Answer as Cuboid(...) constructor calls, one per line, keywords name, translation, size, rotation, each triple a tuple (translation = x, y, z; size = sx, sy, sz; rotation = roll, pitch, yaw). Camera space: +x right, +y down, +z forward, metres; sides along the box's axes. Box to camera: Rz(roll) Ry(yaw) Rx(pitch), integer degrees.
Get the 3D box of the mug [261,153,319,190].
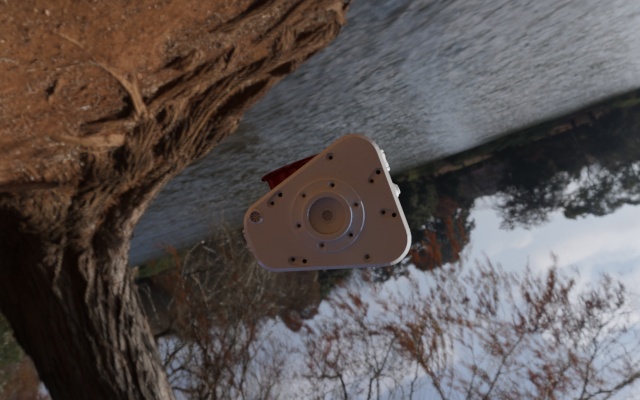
Cuboid(name="mug", translation=(0.000, 0.002, 0.479), size=(0.093, 0.081, 0.117), rotation=(-20, -1, 4))
